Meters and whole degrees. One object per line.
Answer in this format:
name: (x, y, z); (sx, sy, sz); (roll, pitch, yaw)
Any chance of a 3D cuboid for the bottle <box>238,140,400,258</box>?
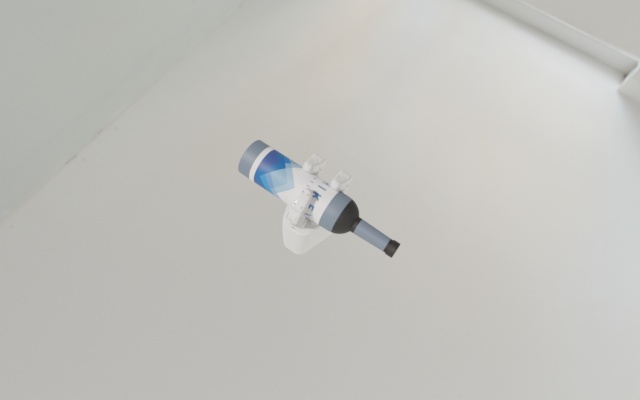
bottle: (0.000, 0.002, 0.793); (0.295, 0.069, 0.069); (33, 7, 11)
